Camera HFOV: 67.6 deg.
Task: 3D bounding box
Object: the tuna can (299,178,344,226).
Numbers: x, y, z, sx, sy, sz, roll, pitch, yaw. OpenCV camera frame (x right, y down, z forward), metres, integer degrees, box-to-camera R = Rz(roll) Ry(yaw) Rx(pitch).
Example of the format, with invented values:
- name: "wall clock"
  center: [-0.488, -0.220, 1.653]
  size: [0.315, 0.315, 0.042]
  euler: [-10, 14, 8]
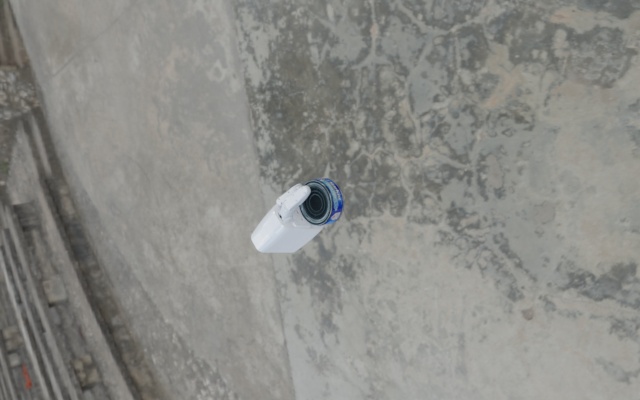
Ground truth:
- name: "tuna can"
  center: [0.000, 0.003, 0.871]
  size: [0.086, 0.086, 0.034]
  euler: [0, 6, 42]
